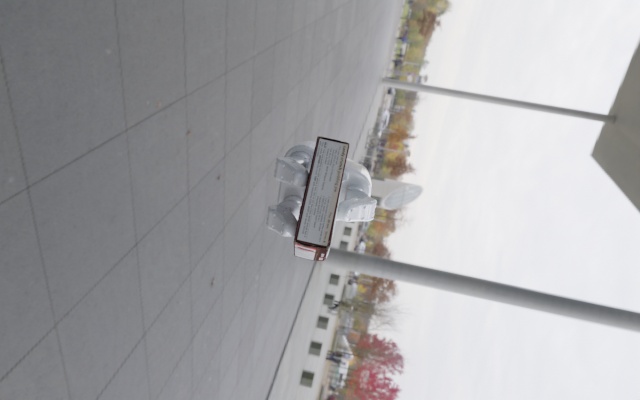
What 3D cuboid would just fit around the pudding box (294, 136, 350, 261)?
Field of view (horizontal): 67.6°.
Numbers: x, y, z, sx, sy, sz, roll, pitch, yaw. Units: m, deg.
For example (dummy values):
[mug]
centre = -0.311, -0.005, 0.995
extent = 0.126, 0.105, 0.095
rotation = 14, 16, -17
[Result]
[pudding box]
centre = 0.000, 0.002, 0.501
extent = 0.039, 0.113, 0.090
rotation = 10, -15, 1
